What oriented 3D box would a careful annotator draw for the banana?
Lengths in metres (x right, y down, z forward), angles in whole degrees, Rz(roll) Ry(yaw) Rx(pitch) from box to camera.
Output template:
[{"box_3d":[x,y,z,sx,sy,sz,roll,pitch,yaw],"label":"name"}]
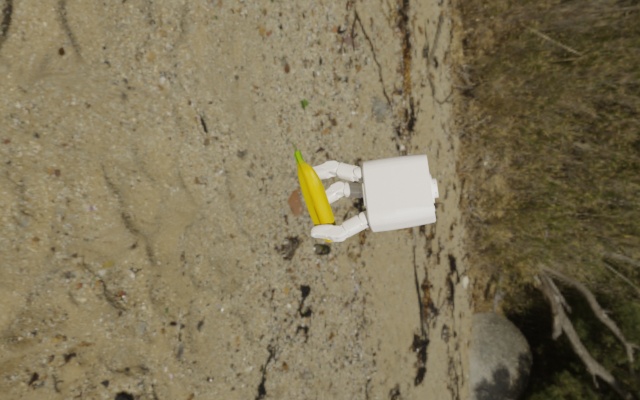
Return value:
[{"box_3d":[0.000,0.011,0.815,0.037,0.198,0.069,-14,34,8],"label":"banana"}]
